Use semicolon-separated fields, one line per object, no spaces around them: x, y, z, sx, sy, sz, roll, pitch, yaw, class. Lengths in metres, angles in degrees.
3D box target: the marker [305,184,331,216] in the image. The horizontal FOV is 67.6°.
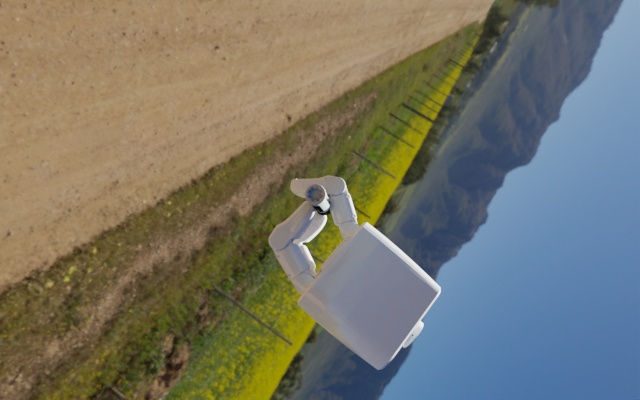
0.000;0.002;0.482;0.020;0.020;0.121;0;-7;4;marker
